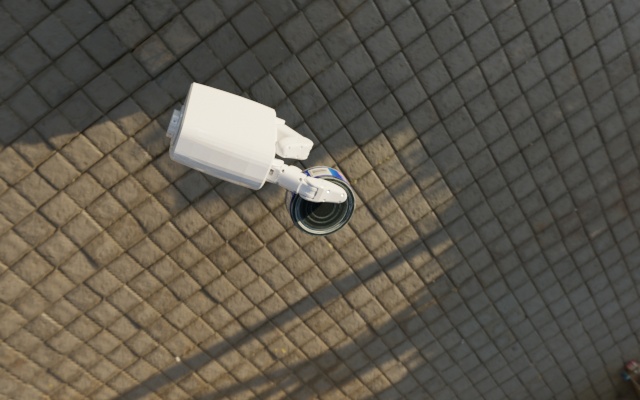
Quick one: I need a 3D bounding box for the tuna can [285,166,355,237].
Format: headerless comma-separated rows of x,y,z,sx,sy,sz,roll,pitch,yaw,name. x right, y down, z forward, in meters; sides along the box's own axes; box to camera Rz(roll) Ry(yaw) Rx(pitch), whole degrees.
0.000,0.002,0.602,0.086,0.086,0.033,0,26,-17,tuna can
